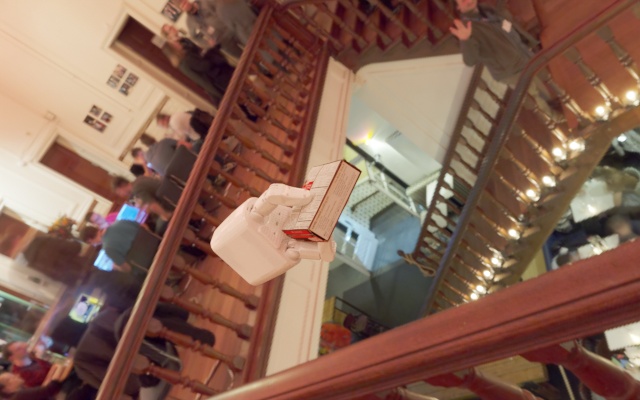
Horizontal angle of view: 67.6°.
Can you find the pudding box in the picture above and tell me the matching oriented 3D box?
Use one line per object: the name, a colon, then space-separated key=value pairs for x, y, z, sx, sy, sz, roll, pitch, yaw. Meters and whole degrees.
pudding box: x=0.000 y=0.002 z=0.660 sx=0.039 sy=0.113 sz=0.090 roll=31 pitch=-17 yaw=-23
